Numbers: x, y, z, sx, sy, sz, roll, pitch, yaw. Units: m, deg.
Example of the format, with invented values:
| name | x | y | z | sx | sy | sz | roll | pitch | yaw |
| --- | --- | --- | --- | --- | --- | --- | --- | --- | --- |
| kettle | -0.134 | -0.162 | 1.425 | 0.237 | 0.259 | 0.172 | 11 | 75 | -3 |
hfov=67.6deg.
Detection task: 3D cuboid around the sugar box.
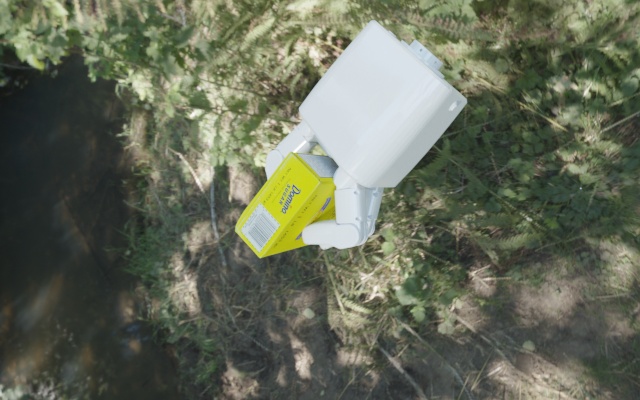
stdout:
| name | x | y | z | sx | sy | sz | roll | pitch | yaw |
| --- | --- | --- | --- | --- | --- | --- | --- | --- | --- |
| sugar box | 0.000 | 0.002 | 0.482 | 0.048 | 0.093 | 0.176 | 47 | 22 | 19 |
